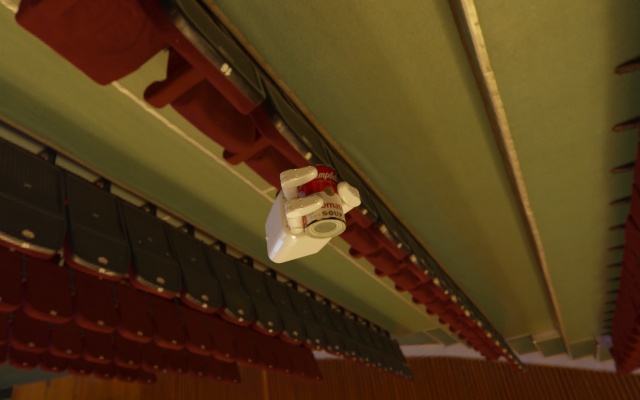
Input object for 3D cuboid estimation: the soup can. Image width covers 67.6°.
[{"bbox_3d":[0.000,0.003,0.767,0.068,0.102,0.068,-7,-30,-4],"label":"soup can"}]
